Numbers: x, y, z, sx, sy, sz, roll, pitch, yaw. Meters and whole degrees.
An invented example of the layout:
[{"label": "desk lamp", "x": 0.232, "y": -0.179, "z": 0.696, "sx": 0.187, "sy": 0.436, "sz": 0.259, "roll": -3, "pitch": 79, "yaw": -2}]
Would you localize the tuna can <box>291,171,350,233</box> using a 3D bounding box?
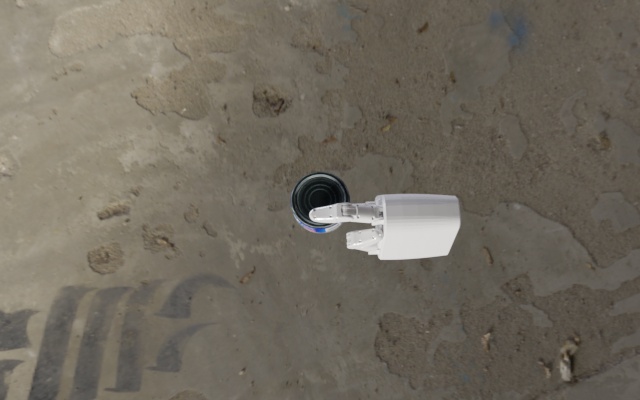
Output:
[{"label": "tuna can", "x": 0.000, "y": 0.002, "z": 0.686, "sx": 0.086, "sy": 0.086, "sz": 0.034, "roll": 0, "pitch": -14, "yaw": 3}]
